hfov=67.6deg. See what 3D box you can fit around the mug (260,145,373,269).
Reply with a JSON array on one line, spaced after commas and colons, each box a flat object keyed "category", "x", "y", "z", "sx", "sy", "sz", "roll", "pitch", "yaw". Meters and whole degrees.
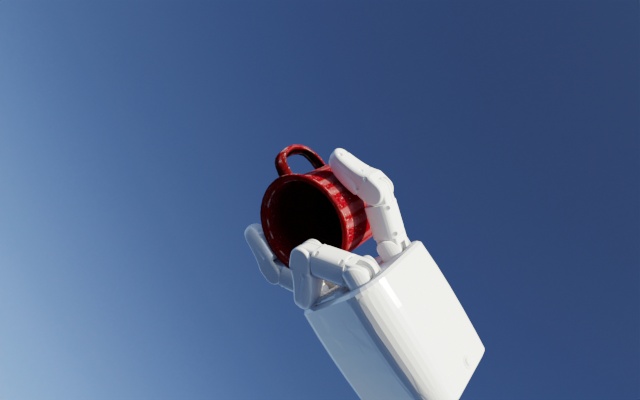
[{"category": "mug", "x": -0.001, "y": 0.000, "z": 0.438, "sx": 0.093, "sy": 0.117, "sz": 0.081, "roll": -35, "pitch": -5, "yaw": 39}]
